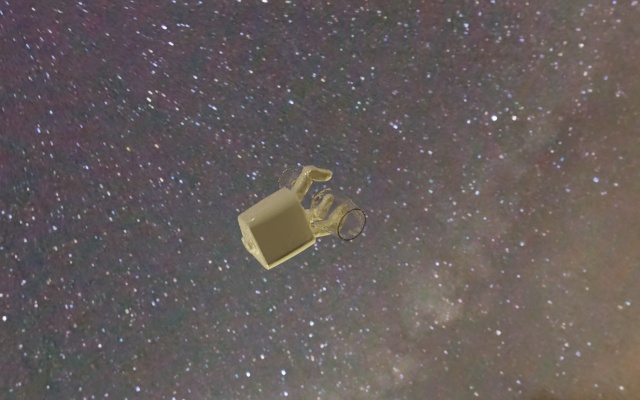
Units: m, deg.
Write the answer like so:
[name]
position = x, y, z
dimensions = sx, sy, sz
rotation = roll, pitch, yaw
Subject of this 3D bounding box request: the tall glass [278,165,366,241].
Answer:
[tall glass]
position = 0.000, 0.003, 0.898
dimensions = 0.079, 0.079, 0.201
rotation = 0, 23, -37
